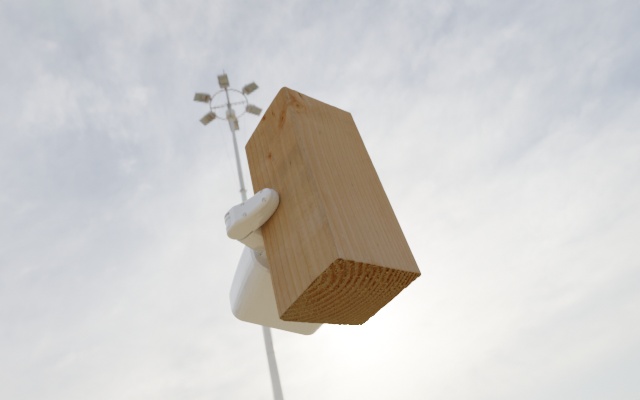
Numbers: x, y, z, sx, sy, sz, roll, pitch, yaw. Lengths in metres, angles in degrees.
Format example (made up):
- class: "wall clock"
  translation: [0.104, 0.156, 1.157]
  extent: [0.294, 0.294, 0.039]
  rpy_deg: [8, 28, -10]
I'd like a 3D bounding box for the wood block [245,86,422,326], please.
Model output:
- class: "wood block"
  translation: [0.000, 0.002, 0.447]
  extent: [0.091, 0.206, 0.090]
  rpy_deg: [14, -48, -33]
